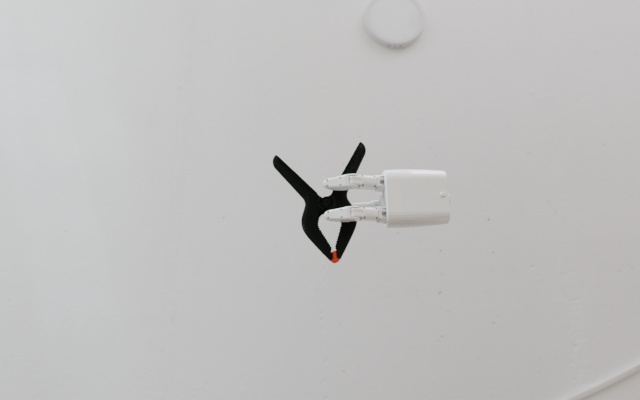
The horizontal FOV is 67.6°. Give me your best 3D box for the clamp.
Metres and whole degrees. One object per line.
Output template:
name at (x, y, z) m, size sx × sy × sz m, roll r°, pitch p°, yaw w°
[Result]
clamp at (0.000, 0.003, 0.823) m, size 0.164 × 0.210 × 0.036 m, roll -2°, pitch -13°, yaw 3°
